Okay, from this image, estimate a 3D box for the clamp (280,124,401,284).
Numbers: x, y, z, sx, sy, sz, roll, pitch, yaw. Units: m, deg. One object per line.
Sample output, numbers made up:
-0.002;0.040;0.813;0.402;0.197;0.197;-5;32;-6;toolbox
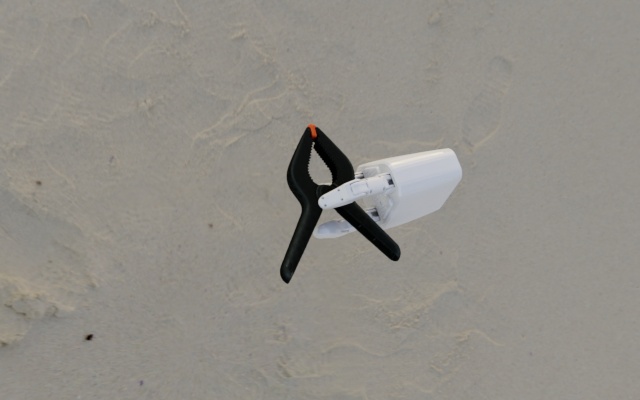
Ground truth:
0.000;0.001;0.625;0.164;0.210;0.036;-15;-12;-23;clamp
